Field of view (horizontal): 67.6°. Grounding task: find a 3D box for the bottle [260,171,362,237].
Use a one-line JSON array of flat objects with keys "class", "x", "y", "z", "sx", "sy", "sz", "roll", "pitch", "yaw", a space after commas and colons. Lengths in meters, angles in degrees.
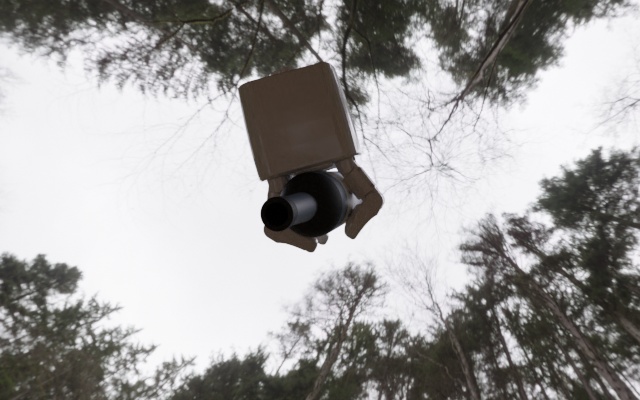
[{"class": "bottle", "x": 0.000, "y": 0.002, "z": 0.514, "sx": 0.069, "sy": 0.069, "sz": 0.295, "roll": 0, "pitch": 4, "yaw": 14}]
